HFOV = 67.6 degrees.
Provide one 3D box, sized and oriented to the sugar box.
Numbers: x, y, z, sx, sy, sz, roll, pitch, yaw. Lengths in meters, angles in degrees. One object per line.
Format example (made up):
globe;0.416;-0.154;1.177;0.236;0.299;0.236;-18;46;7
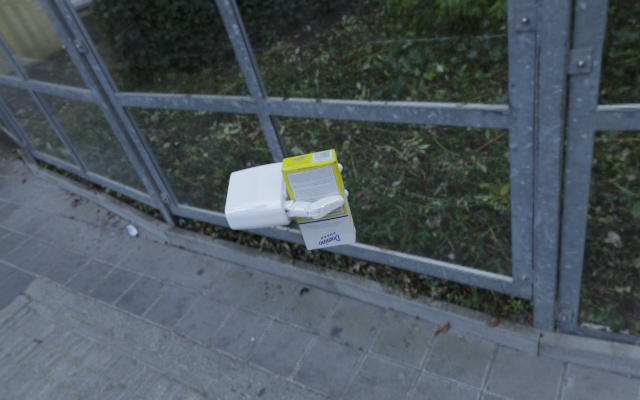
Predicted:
sugar box;0.000;0.002;0.838;0.093;0.176;0.048;-9;36;10
